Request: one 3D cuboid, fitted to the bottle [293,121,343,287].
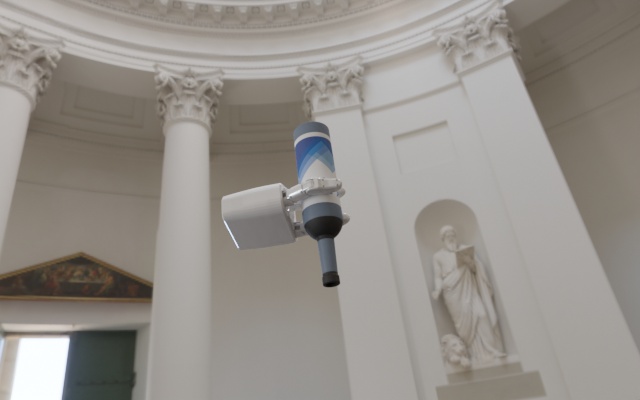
[{"bbox_3d":[0.000,0.002,0.810,0.069,0.295,0.069,-6,-29,-3],"label":"bottle"}]
